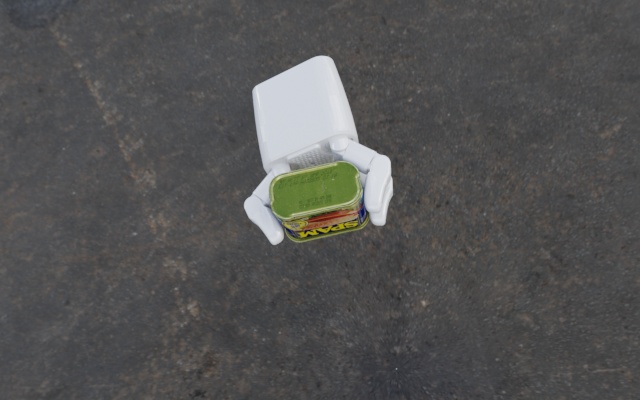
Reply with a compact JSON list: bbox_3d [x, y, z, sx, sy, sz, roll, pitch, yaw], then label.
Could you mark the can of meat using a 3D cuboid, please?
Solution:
[{"bbox_3d":[0.000,0.002,0.524,0.102,0.057,0.084,-12,-21,5],"label":"can of meat"}]
